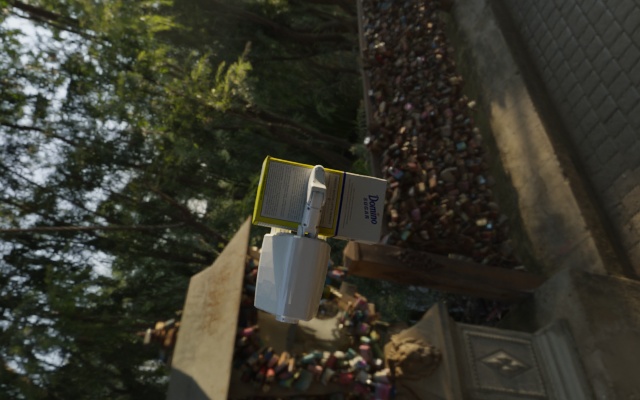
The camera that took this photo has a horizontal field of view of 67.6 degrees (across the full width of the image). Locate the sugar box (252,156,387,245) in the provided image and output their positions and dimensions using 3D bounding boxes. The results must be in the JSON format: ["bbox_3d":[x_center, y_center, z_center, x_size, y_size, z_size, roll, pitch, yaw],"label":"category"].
[{"bbox_3d":[0.000,0.002,0.671,0.176,0.093,0.048,12,-11,-12],"label":"sugar box"}]
